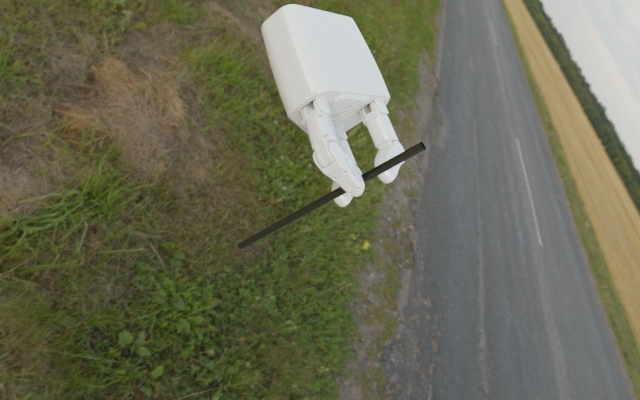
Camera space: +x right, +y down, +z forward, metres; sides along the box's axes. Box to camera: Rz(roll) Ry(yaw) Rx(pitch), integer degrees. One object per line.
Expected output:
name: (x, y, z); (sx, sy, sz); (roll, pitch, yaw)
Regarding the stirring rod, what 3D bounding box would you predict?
stirring rod: (0.000, 0.002, 0.485); (0.239, 0.011, 0.011); (-29, -15, 30)
